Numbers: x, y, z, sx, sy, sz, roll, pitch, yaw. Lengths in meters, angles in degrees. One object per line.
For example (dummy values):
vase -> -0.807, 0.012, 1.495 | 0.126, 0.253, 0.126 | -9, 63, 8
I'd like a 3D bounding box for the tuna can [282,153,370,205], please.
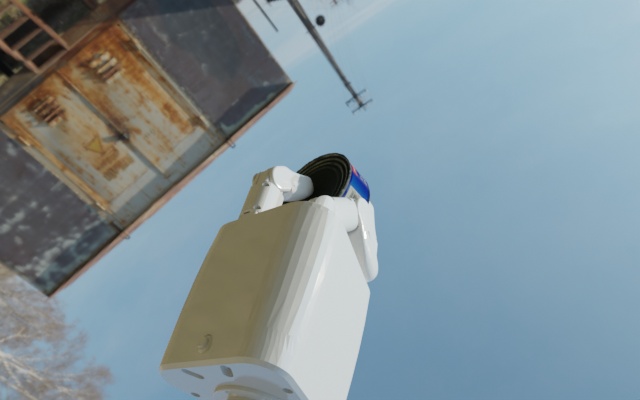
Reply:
tuna can -> 0.000, 0.002, 0.418 | 0.086, 0.086, 0.034 | 0, -38, 50
